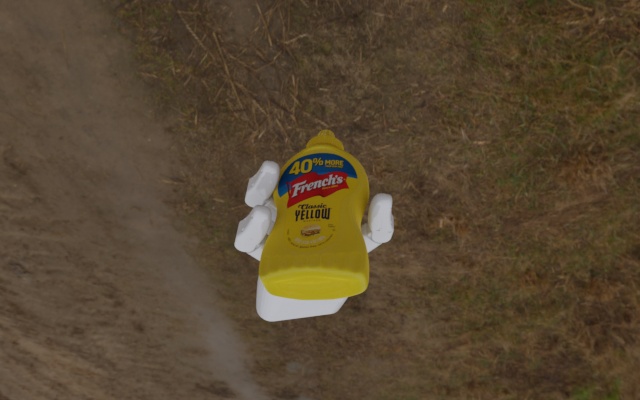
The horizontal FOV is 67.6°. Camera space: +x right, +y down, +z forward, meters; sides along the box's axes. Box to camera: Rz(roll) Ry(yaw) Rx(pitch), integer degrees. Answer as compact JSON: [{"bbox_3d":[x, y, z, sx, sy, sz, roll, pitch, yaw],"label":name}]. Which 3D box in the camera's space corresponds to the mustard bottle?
[{"bbox_3d":[0.000,0.002,0.474,0.096,0.191,0.058,-5,-40,12],"label":"mustard bottle"}]
